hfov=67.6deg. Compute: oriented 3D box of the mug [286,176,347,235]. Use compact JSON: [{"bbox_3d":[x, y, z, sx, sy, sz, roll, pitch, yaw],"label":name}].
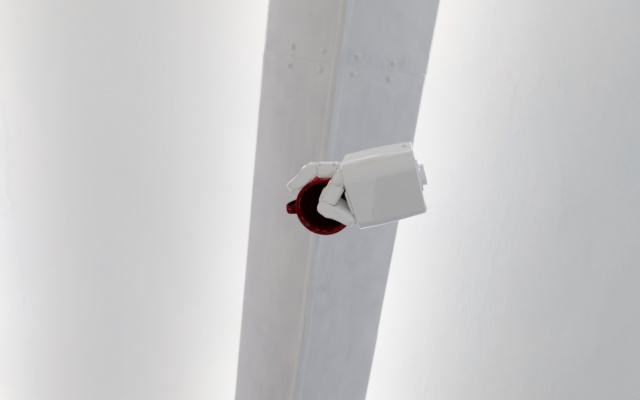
[{"bbox_3d":[-0.001,0.003,0.797,0.117,0.093,0.081,-12,15,13],"label":"mug"}]
